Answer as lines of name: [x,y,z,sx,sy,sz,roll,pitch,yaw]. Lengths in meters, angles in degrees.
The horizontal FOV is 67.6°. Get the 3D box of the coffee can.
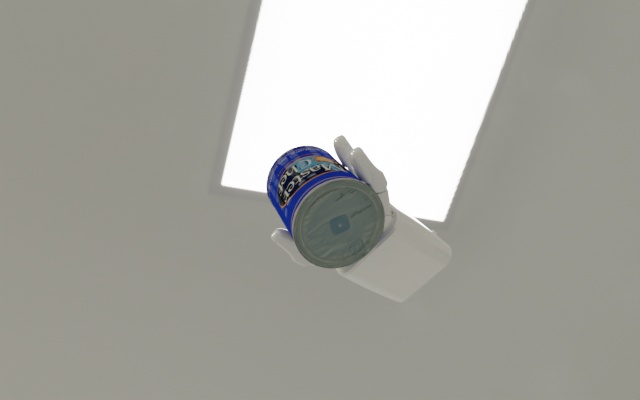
coffee can: [0.000,0.002,0.562,0.103,0.103,0.140,0,21,-19]
